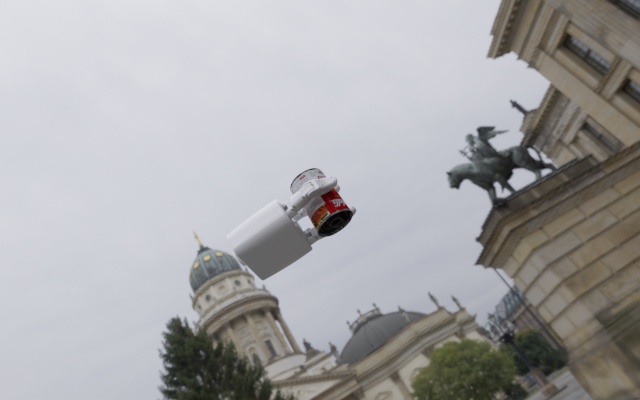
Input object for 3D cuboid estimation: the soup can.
[{"bbox_3d":[0.000,0.002,0.817,0.068,0.102,0.069,-26,-30,-16],"label":"soup can"}]
